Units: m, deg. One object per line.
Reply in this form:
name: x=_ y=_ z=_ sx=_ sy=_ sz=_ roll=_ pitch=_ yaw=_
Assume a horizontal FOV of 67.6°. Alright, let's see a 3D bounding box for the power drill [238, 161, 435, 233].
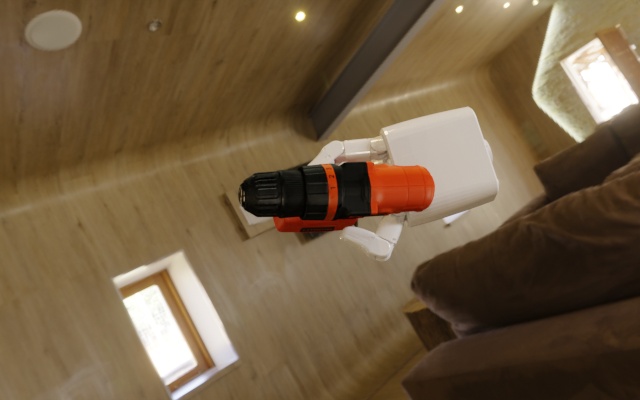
power drill: x=0.000 y=0.002 z=0.504 sx=0.184 sy=0.057 sz=0.187 roll=-1 pitch=-6 yaw=-15
